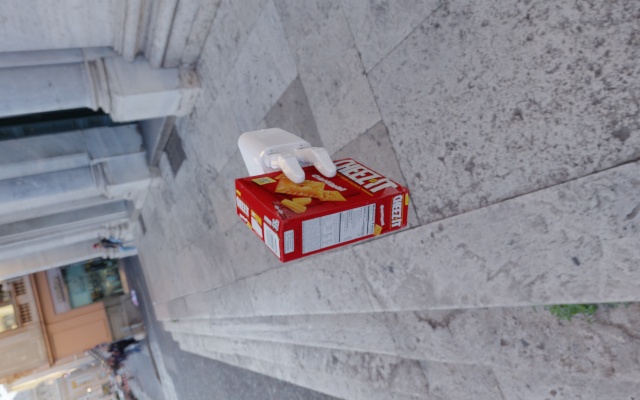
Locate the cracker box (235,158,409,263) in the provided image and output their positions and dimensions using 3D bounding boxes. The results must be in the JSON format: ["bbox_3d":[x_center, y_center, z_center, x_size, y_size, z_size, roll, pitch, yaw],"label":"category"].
[{"bbox_3d":[0.000,0.003,0.723,0.213,0.072,0.164,-14,29,-27],"label":"cracker box"}]
